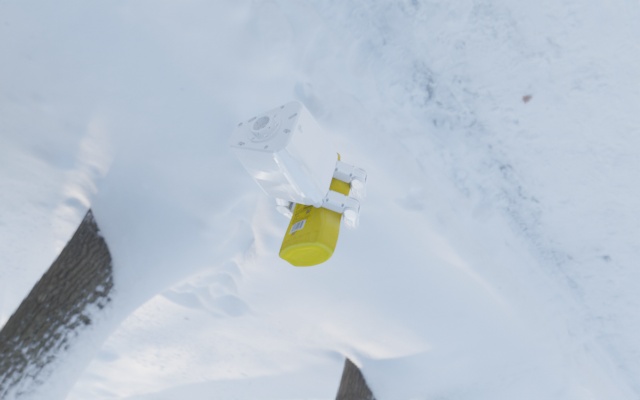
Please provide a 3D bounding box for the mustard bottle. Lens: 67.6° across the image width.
[{"bbox_3d":[0.000,0.003,0.718,0.058,0.191,0.096,34,-37,-25],"label":"mustard bottle"}]
